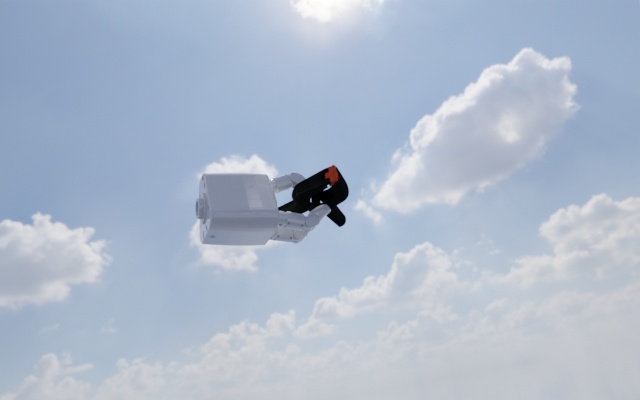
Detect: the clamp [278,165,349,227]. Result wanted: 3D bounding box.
[{"bbox_3d":[0.000,0.002,0.816,0.164,0.036,0.210,2,-25,-24],"label":"clamp"}]
